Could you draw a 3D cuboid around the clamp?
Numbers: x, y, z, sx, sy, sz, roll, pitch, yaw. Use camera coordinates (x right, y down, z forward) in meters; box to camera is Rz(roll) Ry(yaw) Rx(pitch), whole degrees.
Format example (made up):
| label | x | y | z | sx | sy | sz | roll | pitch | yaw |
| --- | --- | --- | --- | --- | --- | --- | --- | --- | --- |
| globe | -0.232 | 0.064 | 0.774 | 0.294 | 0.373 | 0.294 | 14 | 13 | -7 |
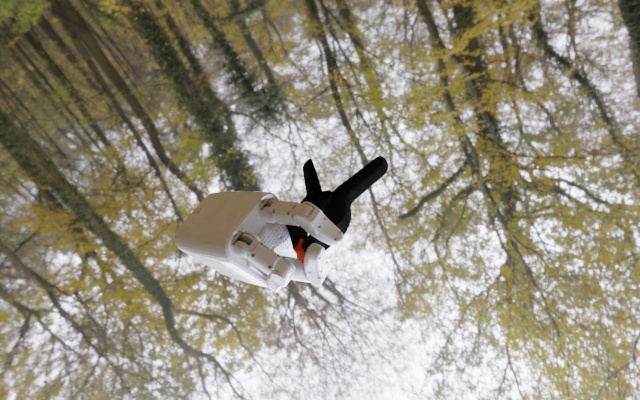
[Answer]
| label | x | y | z | sx | sy | sz | roll | pitch | yaw |
| --- | --- | --- | --- | --- | --- | --- | --- | --- | --- |
| clamp | 0.000 | 0.003 | 0.594 | 0.120 | 0.039 | 0.171 | 3 | 44 | 39 |
